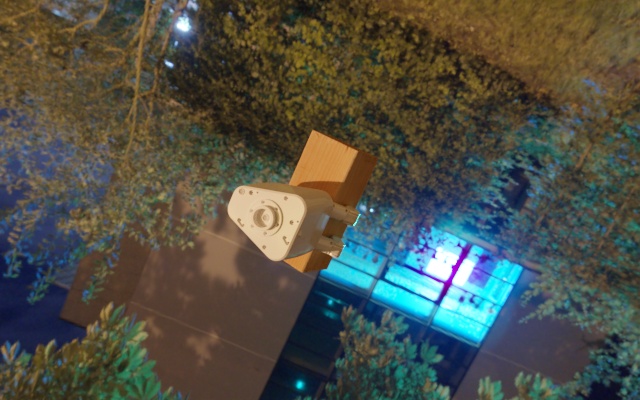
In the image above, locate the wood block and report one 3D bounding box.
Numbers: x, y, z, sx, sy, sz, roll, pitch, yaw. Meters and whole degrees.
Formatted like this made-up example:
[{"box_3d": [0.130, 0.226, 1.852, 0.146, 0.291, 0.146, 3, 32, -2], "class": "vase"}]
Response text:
[{"box_3d": [0.000, 0.003, 0.777, 0.091, 0.206, 0.090, 30, 11, 26], "class": "wood block"}]
